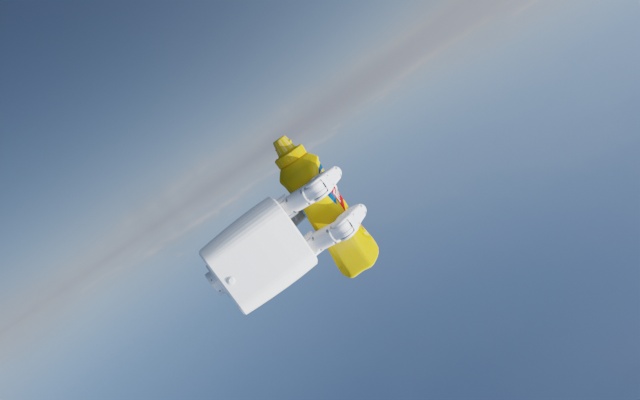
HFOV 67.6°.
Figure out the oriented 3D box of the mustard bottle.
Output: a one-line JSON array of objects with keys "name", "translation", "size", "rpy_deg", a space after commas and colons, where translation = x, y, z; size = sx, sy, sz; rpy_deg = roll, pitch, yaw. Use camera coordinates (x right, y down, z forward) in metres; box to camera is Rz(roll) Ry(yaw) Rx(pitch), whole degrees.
[{"name": "mustard bottle", "translation": [0.001, 0.002, 0.609], "size": [0.058, 0.191, 0.096], "rpy_deg": [-33, 9, 10]}]
